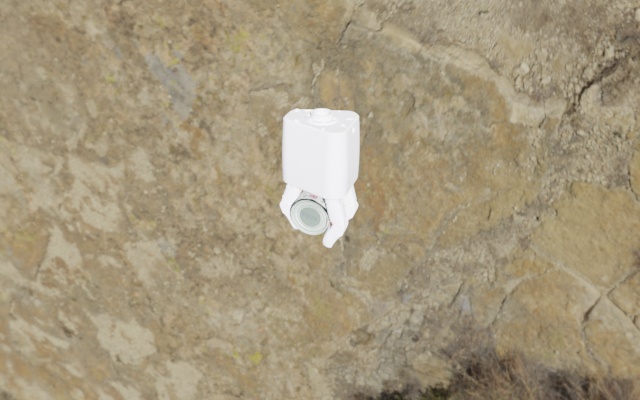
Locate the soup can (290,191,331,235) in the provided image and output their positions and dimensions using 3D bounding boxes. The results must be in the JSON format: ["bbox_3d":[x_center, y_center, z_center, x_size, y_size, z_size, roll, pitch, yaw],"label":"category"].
[{"bbox_3d":[0.000,0.003,0.788,0.068,0.068,0.102,0,29,23],"label":"soup can"}]
